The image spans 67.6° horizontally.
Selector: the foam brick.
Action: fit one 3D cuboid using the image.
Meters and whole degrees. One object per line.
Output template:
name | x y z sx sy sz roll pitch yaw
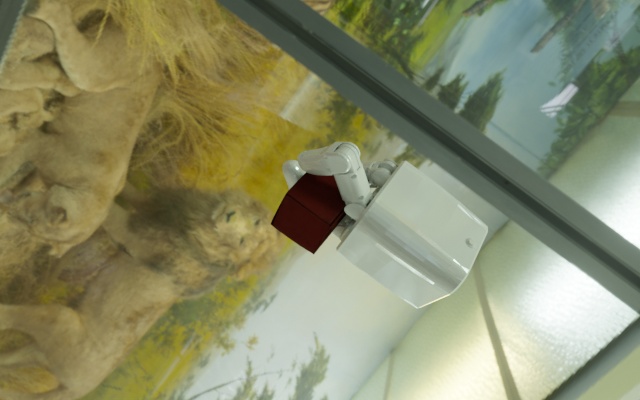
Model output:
foam brick | 0.000 0.002 0.457 0.078 0.051 0.053 -48 -7 -40
